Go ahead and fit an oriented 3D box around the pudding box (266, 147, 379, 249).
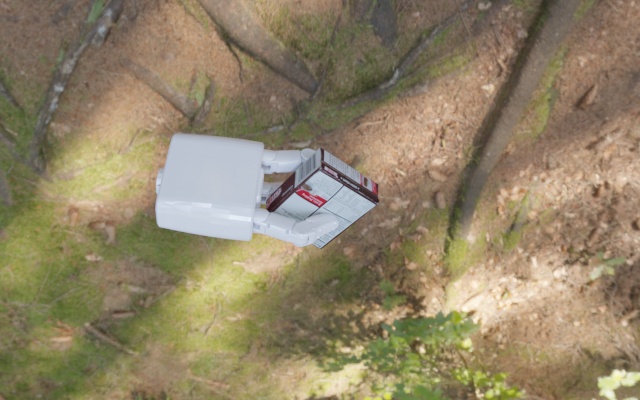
[{"bbox_3d":[0.000,0.002,0.570,0.090,0.039,0.113,30,-49,-25],"label":"pudding box"}]
